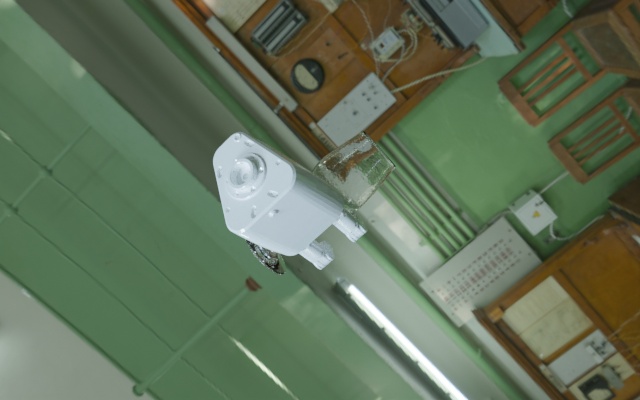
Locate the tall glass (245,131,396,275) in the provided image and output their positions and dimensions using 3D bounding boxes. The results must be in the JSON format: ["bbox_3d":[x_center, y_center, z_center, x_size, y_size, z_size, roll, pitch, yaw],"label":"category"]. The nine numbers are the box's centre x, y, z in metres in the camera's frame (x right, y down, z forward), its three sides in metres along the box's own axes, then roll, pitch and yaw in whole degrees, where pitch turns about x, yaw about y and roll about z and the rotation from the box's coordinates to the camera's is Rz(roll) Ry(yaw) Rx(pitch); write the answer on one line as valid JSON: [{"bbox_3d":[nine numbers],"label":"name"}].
[{"bbox_3d":[0.000,0.002,0.605,0.201,0.079,0.079,-42,-9,10],"label":"tall glass"}]
